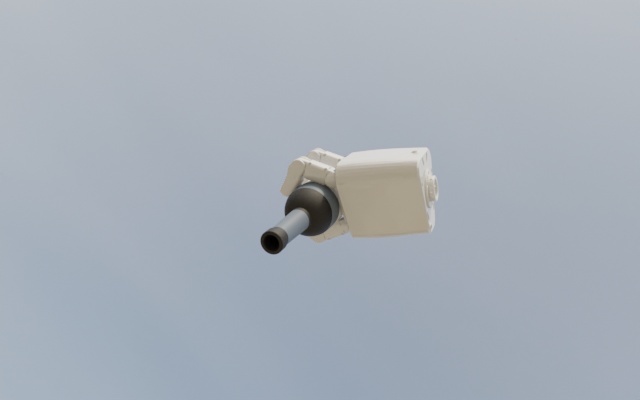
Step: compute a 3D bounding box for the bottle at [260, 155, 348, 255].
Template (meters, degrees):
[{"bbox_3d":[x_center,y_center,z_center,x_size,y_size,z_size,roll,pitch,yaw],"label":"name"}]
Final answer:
[{"bbox_3d":[0.000,0.002,0.643,0.069,0.069,0.295,0,17,22],"label":"bottle"}]
